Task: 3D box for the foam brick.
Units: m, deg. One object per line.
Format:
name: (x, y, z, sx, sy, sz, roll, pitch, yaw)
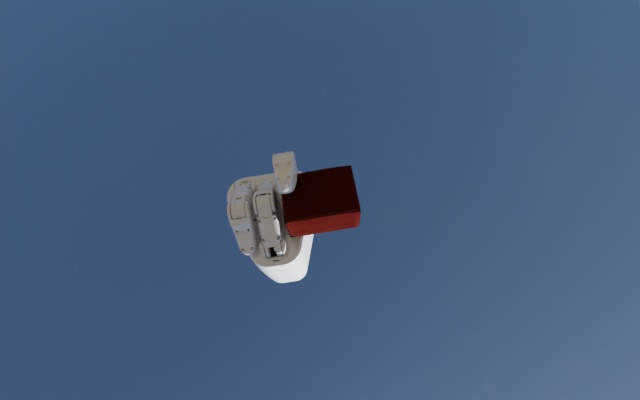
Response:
foam brick: (0.000, 0.002, 0.503, 0.078, 0.053, 0.051, -9, -22, 2)
